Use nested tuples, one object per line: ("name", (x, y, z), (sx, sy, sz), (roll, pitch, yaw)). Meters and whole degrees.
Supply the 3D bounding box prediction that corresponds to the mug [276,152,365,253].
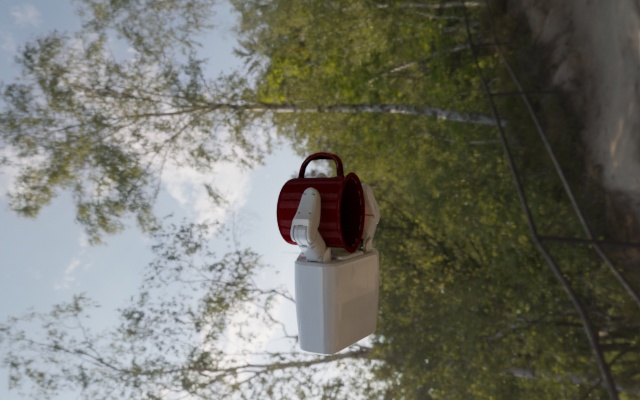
("mug", (0.000, 0.000, 0.563), (0.081, 0.117, 0.093), (1, 5, 23))
